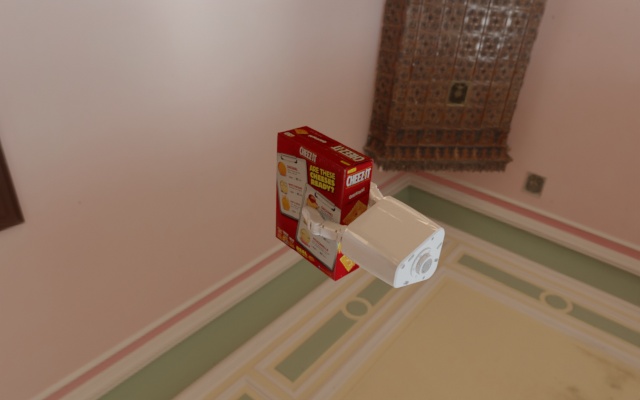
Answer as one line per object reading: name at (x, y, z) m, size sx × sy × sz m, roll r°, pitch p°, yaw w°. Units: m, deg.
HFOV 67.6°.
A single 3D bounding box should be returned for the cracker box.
cracker box at (0.000, 0.003, 0.806) m, size 0.072 × 0.214 × 0.164 m, roll -22°, pitch 40°, yaw -37°
